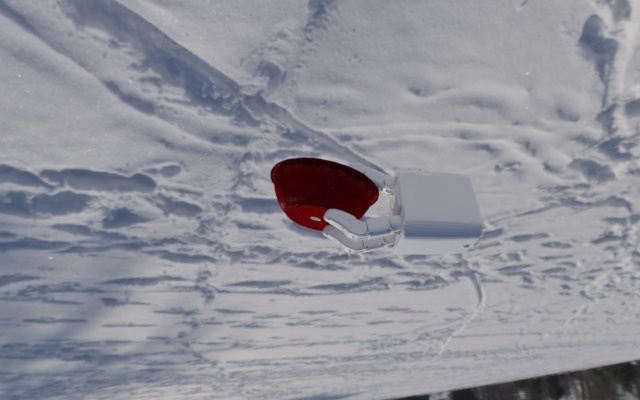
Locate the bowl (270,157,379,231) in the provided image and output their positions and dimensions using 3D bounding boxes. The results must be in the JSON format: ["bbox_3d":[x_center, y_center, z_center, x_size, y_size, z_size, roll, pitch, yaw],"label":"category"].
[{"bbox_3d":[-0.001,0.003,0.684,0.162,0.055,0.162,11,-24,5],"label":"bowl"}]
